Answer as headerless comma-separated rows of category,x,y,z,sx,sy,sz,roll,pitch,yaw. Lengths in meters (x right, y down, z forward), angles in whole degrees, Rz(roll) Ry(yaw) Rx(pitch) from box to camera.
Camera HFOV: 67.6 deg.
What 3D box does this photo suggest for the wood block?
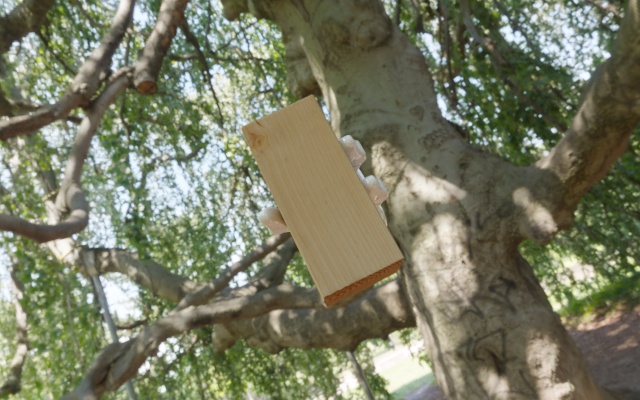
wood block,0.000,0.002,0.533,0.091,0.206,0.090,-26,-18,-5
